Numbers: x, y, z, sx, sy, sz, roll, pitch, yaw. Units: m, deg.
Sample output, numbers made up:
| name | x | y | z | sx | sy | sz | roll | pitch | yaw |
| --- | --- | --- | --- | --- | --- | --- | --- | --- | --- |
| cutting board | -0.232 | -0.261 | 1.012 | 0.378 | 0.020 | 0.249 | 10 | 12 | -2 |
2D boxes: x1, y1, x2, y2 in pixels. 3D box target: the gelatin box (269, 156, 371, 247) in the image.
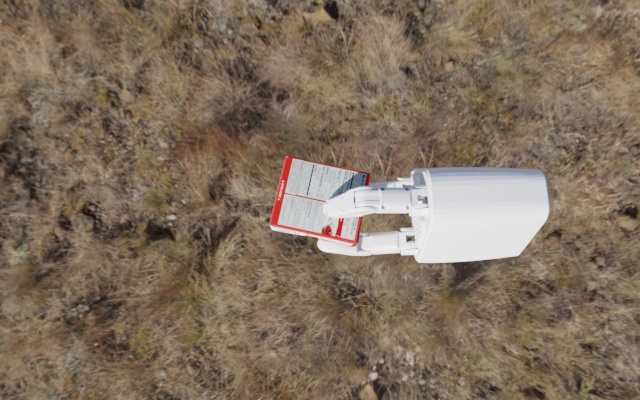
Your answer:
| name | x | y | z | sx | sy | sz | roll | pitch | yaw |
| --- | --- | --- | --- | --- | --- | --- | --- | --- | --- |
| gelatin box | 0.000 | 0.001 | 0.479 | 0.089 | 0.073 | 0.030 | 12 | -12 | 0 |
